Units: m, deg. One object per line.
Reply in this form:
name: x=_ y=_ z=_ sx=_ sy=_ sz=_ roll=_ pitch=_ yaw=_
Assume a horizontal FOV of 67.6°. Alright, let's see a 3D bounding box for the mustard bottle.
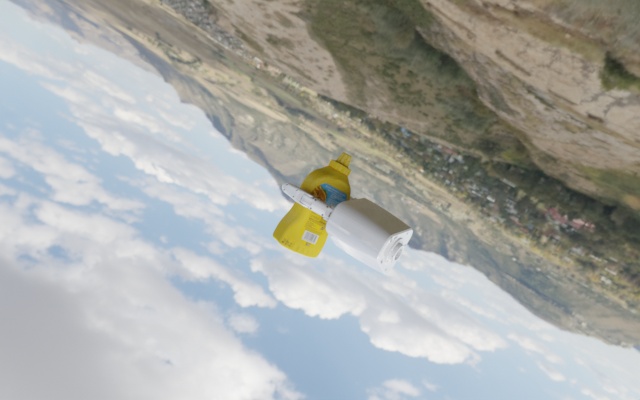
mustard bottle: x=0.000 y=0.003 z=0.840 sx=0.096 sy=0.191 sz=0.058 roll=27 pitch=5 yaw=-37
